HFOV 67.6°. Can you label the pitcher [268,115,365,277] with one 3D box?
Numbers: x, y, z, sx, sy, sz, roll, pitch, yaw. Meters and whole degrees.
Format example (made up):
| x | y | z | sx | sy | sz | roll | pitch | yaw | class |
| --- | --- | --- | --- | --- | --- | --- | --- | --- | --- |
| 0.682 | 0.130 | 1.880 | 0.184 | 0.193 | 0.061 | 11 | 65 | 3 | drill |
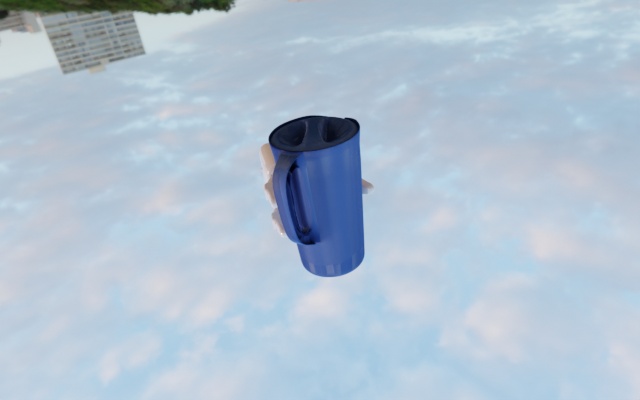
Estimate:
| x | y | z | sx | sy | sz | roll | pitch | yaw | class |
| --- | --- | --- | --- | --- | --- | --- | --- | --- | --- |
| 0.000 | 0.002 | 0.736 | 0.149 | 0.243 | 0.145 | -16 | 31 | -11 | pitcher |
